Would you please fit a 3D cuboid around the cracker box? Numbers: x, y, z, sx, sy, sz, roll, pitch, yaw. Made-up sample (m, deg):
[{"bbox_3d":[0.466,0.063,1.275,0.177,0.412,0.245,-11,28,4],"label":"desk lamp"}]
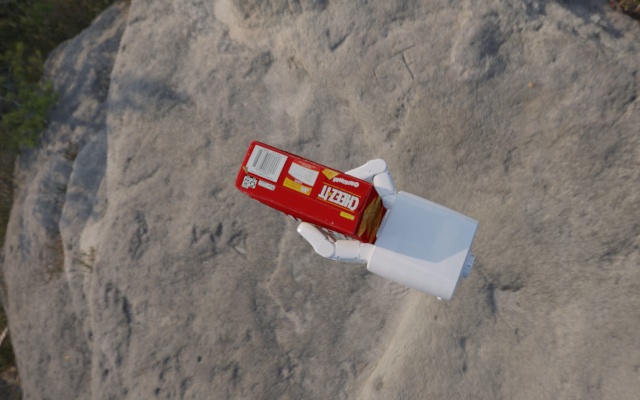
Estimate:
[{"bbox_3d":[0.000,0.002,0.657,0.164,0.072,0.214,21,-5,16],"label":"cracker box"}]
